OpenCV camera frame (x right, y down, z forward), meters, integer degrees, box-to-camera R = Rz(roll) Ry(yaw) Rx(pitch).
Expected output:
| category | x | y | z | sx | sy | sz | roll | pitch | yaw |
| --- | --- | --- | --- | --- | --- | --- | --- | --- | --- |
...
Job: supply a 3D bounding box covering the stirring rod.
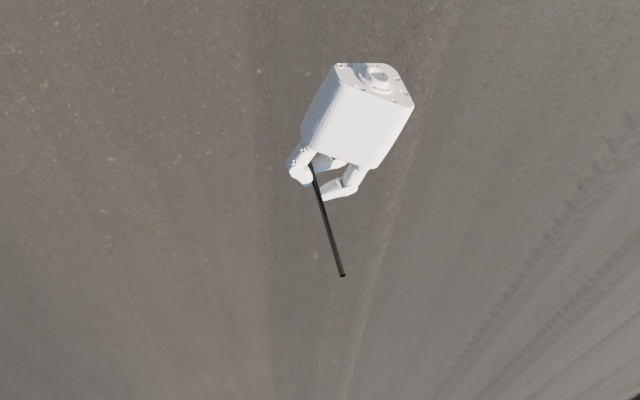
| category | x | y | z | sx | sy | sz | roll | pitch | yaw |
| --- | --- | --- | --- | --- | --- | --- | --- | --- | --- |
| stirring rod | 0.000 | 0.002 | 0.676 | 0.011 | 0.239 | 0.011 | -11 | -36 | -8 |
